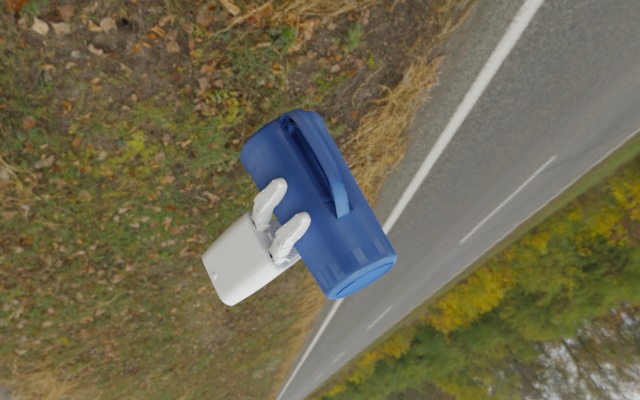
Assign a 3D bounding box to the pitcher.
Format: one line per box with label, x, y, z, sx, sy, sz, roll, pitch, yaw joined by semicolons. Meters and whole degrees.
pitcher;0.000;0.002;0.648;0.145;0.242;0.149;-39;-20;22
